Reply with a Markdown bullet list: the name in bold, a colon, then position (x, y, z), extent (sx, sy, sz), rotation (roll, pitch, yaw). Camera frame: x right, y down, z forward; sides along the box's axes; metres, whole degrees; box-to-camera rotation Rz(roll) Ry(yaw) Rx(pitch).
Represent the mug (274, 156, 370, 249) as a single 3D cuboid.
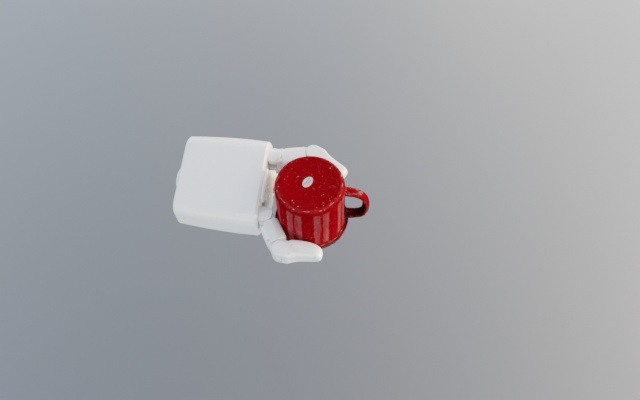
- **mug**: position (0.002, 0.002, 0.571), extent (0.117, 0.093, 0.081), rotation (4, -30, 4)
